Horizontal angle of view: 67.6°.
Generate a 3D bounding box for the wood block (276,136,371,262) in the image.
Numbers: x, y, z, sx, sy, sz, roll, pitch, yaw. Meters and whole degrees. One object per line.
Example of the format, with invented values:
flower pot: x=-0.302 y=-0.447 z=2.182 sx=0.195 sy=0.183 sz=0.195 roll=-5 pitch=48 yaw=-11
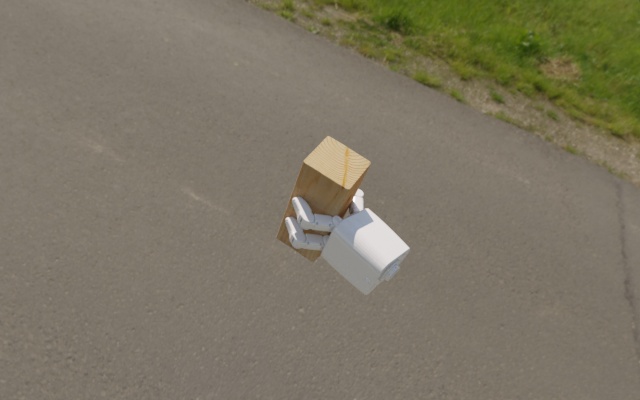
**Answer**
wood block: x=0.001 y=0.003 z=0.850 sx=0.090 sy=0.206 sz=0.090 roll=33 pitch=46 yaw=9
